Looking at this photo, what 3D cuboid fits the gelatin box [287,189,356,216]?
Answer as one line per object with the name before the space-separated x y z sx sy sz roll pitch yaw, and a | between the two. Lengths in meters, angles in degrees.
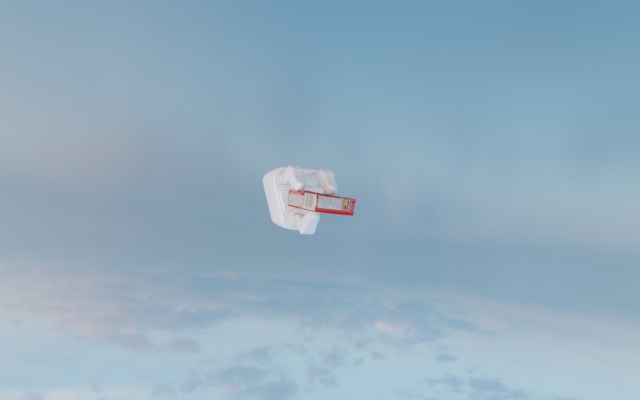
gelatin box | 0.000 0.003 0.754 0.073 0.030 0.089 8 2 -32
